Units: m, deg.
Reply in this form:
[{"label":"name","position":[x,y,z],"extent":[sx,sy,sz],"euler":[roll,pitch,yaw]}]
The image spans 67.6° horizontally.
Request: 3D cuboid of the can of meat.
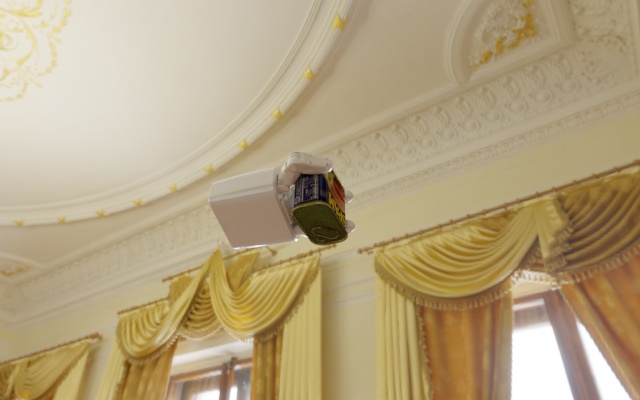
[{"label":"can of meat","position":[0.000,0.002,0.683],"extent":[0.057,0.084,0.102],"euler":[-13,-39,17]}]
